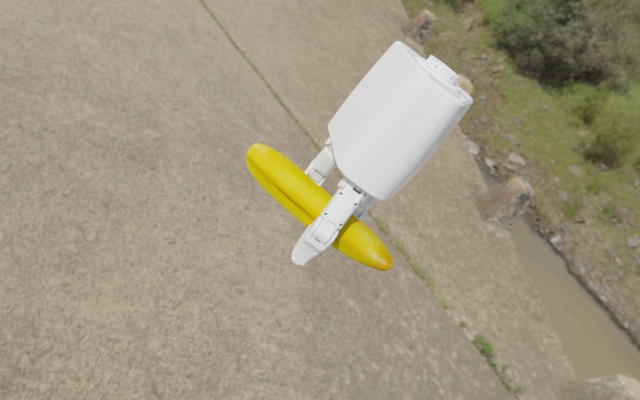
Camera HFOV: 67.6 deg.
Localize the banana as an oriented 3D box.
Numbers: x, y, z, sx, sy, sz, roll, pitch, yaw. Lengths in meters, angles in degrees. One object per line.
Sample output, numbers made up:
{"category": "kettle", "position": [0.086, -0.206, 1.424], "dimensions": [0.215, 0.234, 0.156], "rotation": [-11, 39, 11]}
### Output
{"category": "banana", "position": [-0.009, 0.000, 0.466], "dimensions": [0.197, 0.037, 0.069], "rotation": [41, 14, 16]}
